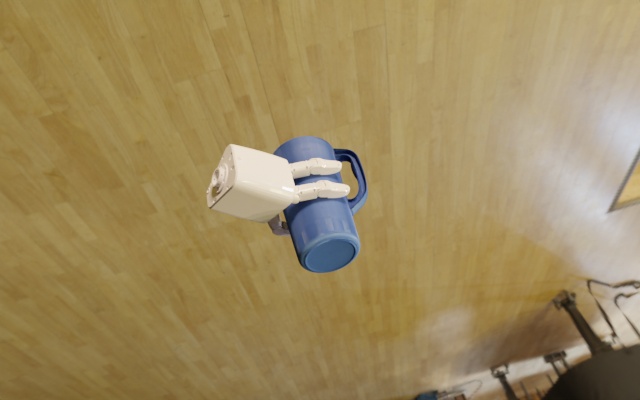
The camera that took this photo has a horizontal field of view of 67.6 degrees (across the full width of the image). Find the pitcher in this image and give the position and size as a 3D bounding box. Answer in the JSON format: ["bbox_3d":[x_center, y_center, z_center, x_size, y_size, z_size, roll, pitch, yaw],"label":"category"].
[{"bbox_3d":[0.000,0.003,0.868,0.145,0.242,0.149,17,-52,-33],"label":"pitcher"}]
